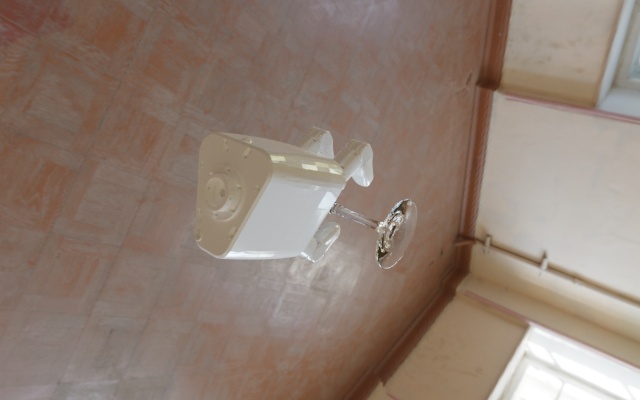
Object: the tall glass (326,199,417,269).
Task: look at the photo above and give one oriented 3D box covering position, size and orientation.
[{"bbox_3d":[0.001,0.002,0.528,0.201,0.079,0.079,23,13,34],"label":"tall glass"}]
